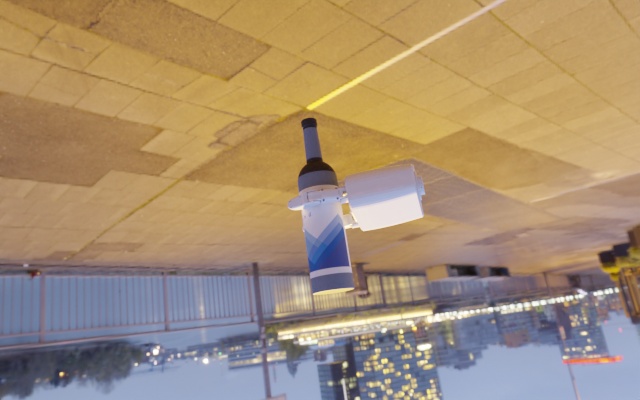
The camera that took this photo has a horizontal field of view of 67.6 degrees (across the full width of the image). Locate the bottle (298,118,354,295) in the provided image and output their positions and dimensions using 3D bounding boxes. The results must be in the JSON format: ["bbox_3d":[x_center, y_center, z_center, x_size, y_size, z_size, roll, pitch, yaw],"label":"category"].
[{"bbox_3d":[0.000,0.003,0.788,0.069,0.295,0.069,-8,-15,-2],"label":"bottle"}]
